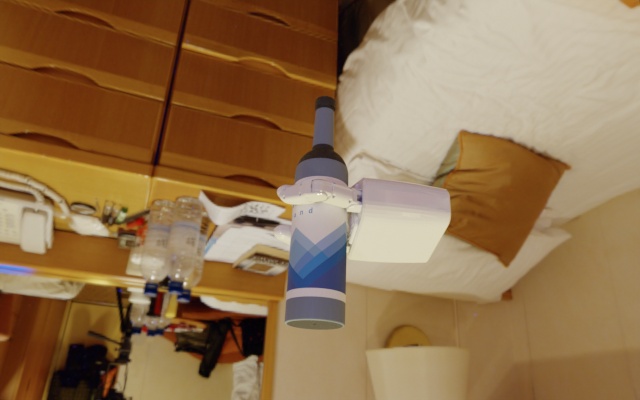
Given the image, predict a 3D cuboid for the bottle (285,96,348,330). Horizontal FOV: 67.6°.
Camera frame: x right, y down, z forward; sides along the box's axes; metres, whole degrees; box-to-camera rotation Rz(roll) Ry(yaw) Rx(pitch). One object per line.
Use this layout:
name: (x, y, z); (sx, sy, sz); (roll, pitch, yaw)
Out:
bottle: (0.000, 0.002, 0.581); (0.069, 0.295, 0.069); (2, -24, 1)
